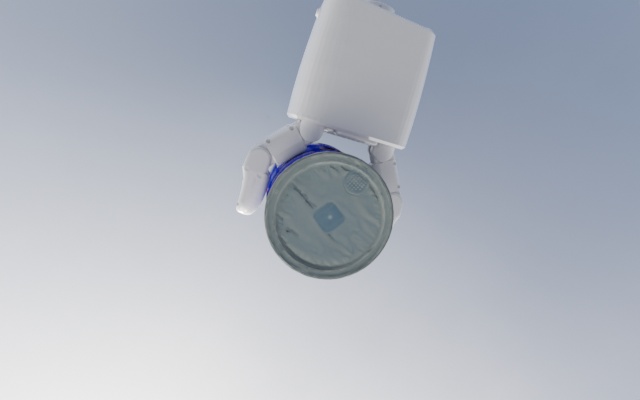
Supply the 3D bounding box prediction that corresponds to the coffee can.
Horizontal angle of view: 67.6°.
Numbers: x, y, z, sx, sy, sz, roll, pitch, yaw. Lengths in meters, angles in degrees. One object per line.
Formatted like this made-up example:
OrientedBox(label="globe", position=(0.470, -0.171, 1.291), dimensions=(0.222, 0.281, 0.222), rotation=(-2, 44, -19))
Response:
OrientedBox(label="coffee can", position=(0.000, 0.002, 0.440), dimensions=(0.103, 0.103, 0.140), rotation=(0, 10, -6))
